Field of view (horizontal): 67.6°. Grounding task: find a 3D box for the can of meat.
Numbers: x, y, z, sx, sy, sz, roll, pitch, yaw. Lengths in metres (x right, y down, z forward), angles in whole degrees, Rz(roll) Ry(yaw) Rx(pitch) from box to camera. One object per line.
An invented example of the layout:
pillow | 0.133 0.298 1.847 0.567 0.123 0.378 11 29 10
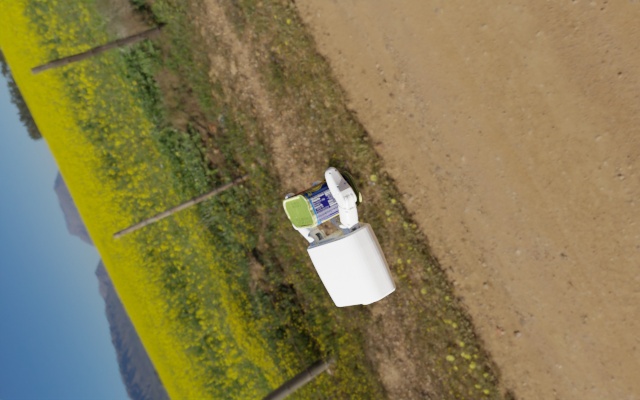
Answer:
can of meat | 0.000 0.002 0.729 0.084 0.057 0.102 -26 4 -24
